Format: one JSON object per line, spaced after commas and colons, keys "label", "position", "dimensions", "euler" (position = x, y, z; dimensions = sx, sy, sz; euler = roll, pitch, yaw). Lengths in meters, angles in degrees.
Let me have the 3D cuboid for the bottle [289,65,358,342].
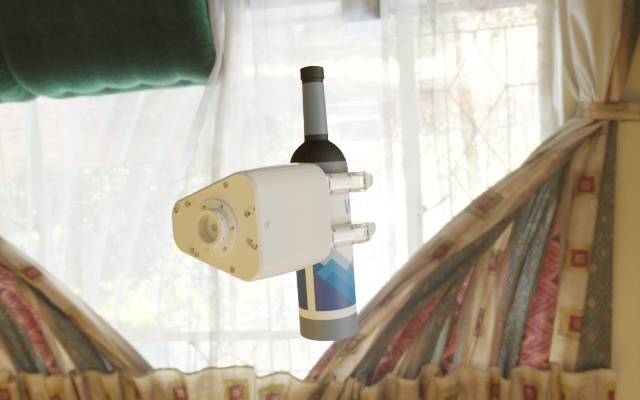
{"label": "bottle", "position": [0.000, 0.002, 0.531], "dimensions": [0.069, 0.296, 0.069], "euler": [-4, 4, 0]}
